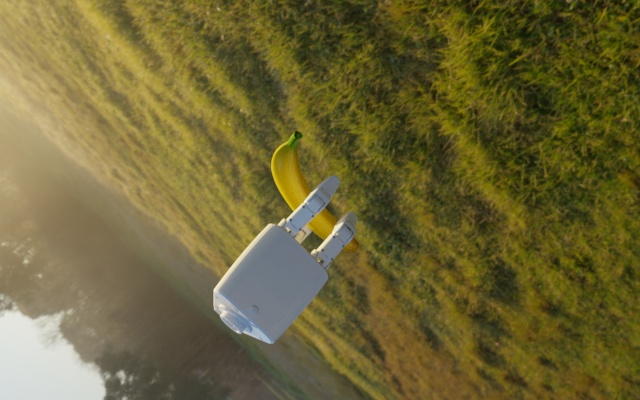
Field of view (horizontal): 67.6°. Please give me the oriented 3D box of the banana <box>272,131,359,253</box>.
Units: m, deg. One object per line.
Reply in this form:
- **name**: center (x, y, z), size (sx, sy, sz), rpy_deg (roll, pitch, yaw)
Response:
- **banana**: center (-0.015, -0.001, 0.642), size (0.069, 0.198, 0.037), rpy_deg (3, 42, 44)
